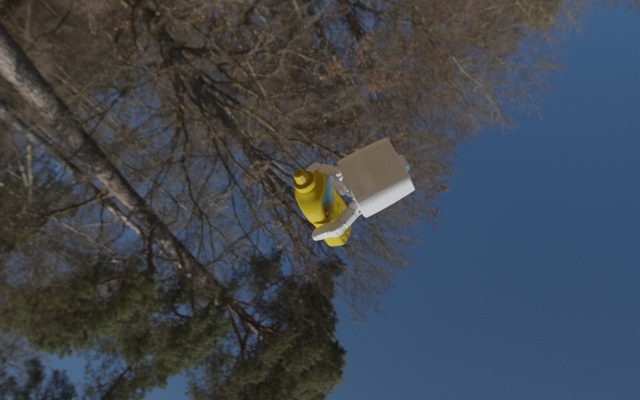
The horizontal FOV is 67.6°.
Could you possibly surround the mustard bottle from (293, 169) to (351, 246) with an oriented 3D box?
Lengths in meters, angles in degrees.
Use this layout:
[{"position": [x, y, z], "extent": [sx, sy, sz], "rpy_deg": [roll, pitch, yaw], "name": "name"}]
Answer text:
[{"position": [0.000, 0.003, 0.896], "extent": [0.058, 0.096, 0.192], "rpy_deg": [-8, -35, 23], "name": "mustard bottle"}]
